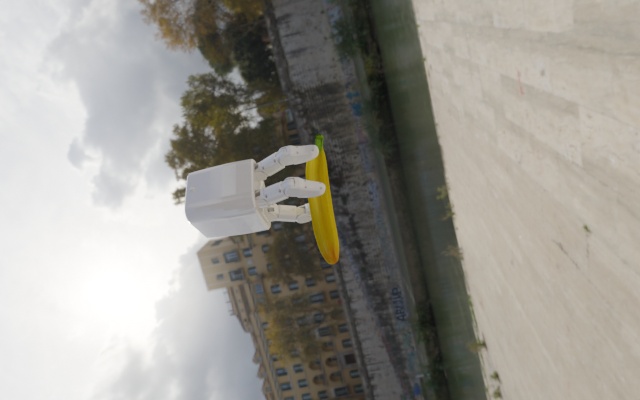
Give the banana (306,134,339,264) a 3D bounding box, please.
[{"bbox_3d":[0.000,0.004,0.731,0.037,0.197,0.070,-8,-14,0],"label":"banana"}]
